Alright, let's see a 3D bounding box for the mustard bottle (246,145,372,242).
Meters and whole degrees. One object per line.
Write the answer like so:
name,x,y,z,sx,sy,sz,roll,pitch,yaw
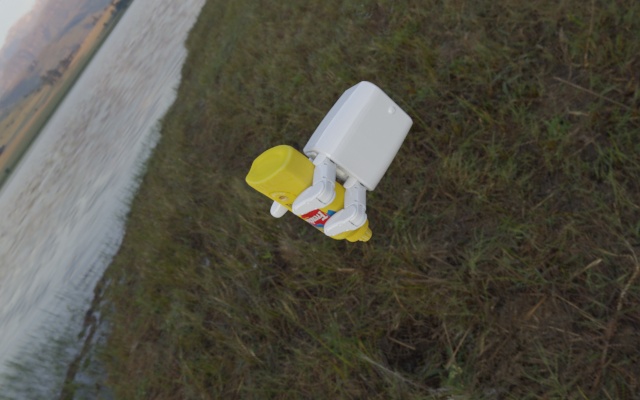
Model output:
mustard bottle,0.000,0.002,0.639,0.192,0.058,0.096,35,-29,-30
